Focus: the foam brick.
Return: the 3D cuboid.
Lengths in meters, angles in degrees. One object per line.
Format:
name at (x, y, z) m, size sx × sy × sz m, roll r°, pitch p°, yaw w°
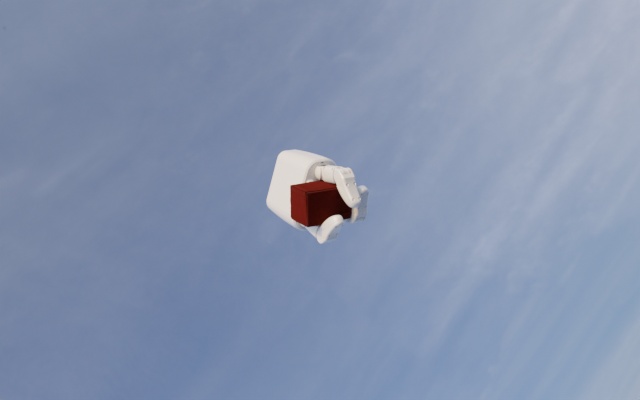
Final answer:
foam brick at (0.000, 0.002, 0.697) m, size 0.078 × 0.053 × 0.051 m, roll -10°, pitch 19°, yaw -31°
